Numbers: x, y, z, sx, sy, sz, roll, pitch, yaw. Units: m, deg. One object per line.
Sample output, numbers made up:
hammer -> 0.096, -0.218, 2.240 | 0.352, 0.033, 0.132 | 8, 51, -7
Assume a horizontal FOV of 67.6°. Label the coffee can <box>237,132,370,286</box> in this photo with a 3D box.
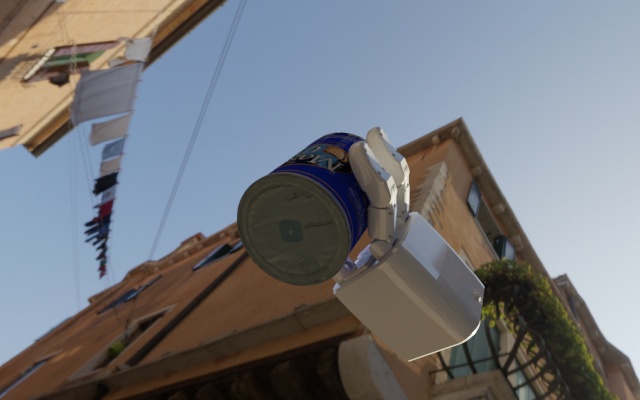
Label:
coffee can -> 0.000, 0.001, 0.454 | 0.103, 0.103, 0.140 | 0, 21, 23
